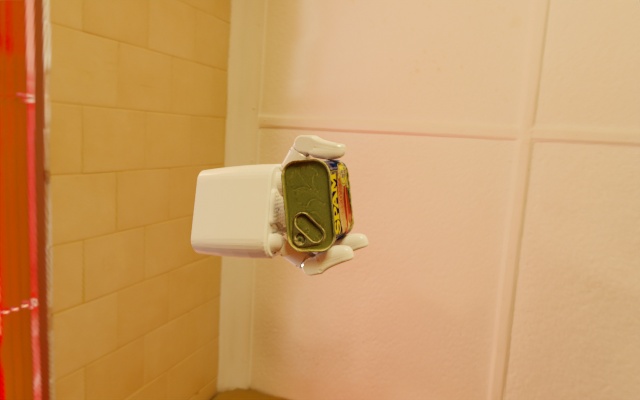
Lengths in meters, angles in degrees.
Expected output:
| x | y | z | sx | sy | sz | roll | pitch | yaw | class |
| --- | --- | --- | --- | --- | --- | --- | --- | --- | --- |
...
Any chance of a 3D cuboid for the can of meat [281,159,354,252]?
| x | y | z | sx | sy | sz | roll | pitch | yaw | class |
| --- | --- | --- | --- | --- | --- | --- | --- | --- | --- |
| 0.000 | 0.002 | 0.555 | 0.057 | 0.102 | 0.084 | -4 | 5 | 20 | can of meat |
